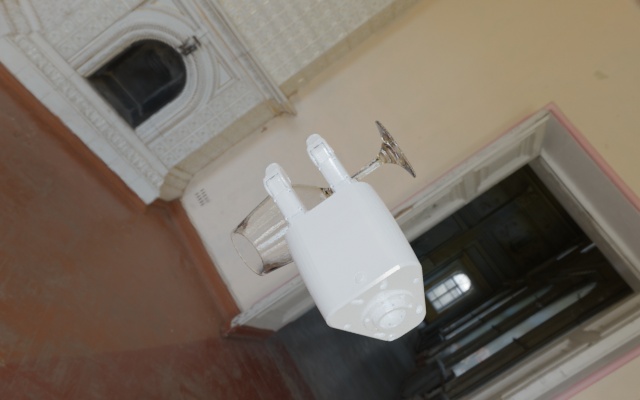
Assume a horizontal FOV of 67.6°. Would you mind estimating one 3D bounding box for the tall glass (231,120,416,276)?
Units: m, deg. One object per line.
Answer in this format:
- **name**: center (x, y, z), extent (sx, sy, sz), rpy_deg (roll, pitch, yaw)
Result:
- **tall glass**: center (0.001, 0.001, 0.521), extent (0.201, 0.079, 0.079), rpy_deg (-35, -4, 6)
